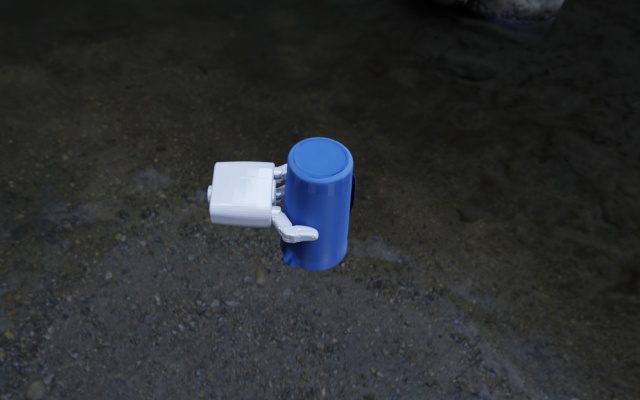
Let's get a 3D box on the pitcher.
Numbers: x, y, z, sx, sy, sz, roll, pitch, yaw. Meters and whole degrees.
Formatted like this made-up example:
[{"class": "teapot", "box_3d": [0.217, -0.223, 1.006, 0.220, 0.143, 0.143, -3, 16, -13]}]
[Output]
[{"class": "pitcher", "box_3d": [0.000, 0.003, 0.865, 0.145, 0.149, 0.243, 2, -41, -4]}]
